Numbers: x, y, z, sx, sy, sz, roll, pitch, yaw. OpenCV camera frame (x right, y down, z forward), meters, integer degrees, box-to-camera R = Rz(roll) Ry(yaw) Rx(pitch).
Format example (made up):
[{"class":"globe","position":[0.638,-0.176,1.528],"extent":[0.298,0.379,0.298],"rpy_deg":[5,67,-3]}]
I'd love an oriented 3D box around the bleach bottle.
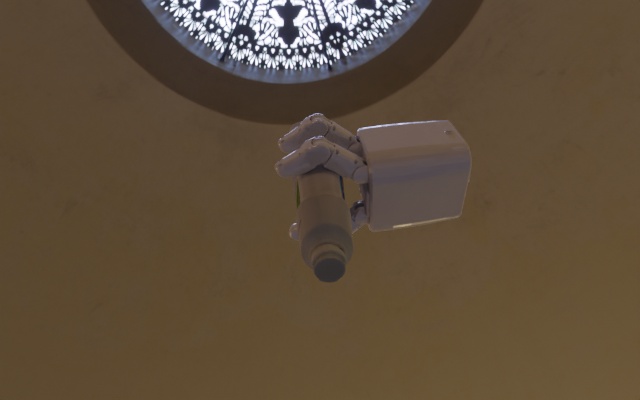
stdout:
[{"class":"bleach bottle","position":[0.000,0.002,0.526],"extent":[0.068,0.103,0.250],"rpy_deg":[-6,32,-1]}]
